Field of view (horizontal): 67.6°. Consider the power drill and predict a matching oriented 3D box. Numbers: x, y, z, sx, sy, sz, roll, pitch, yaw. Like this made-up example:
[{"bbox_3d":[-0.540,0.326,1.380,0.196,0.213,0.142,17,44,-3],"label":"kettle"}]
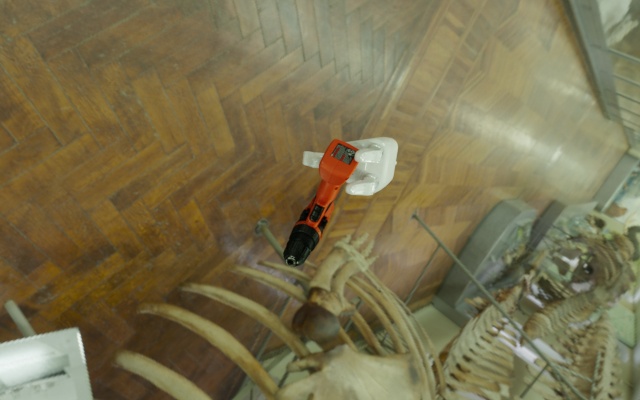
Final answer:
[{"bbox_3d":[0.000,0.002,0.808,0.057,0.188,0.184,26,38,0],"label":"power drill"}]
